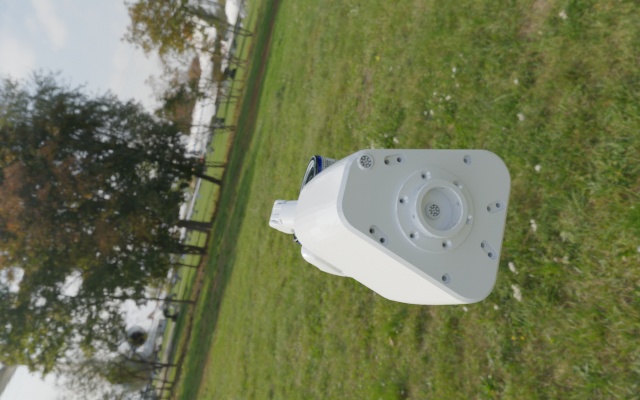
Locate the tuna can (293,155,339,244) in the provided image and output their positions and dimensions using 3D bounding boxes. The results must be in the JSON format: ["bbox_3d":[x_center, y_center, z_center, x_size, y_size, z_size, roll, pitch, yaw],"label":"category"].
[{"bbox_3d":[-0.001,0.001,0.449,0.034,0.086,0.086,12,-2,-10],"label":"tuna can"}]
